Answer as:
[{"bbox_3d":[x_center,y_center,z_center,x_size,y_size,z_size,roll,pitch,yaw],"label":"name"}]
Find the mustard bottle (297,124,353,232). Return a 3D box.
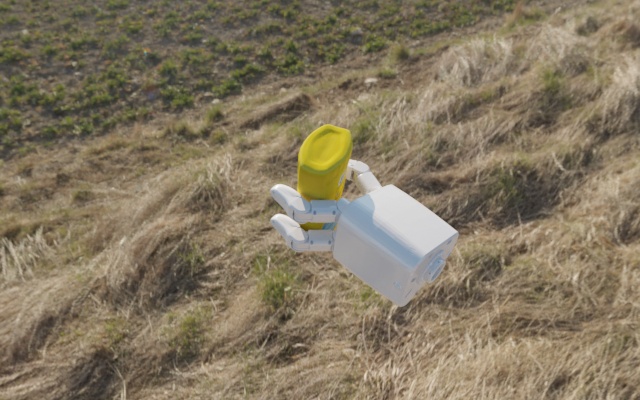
[{"bbox_3d":[0.000,0.002,0.628,0.058,0.192,0.096,17,47,10],"label":"mustard bottle"}]
